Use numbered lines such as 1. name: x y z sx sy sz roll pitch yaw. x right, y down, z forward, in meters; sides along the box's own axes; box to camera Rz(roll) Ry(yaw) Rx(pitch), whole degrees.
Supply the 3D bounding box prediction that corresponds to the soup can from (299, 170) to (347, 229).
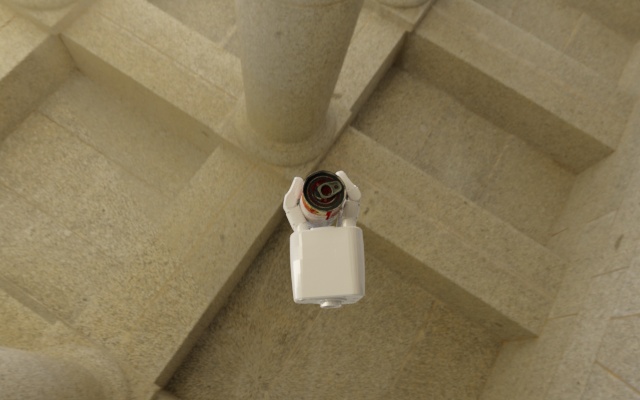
1. soup can: 0.000 0.002 0.773 0.068 0.068 0.102 0 -20 -8
